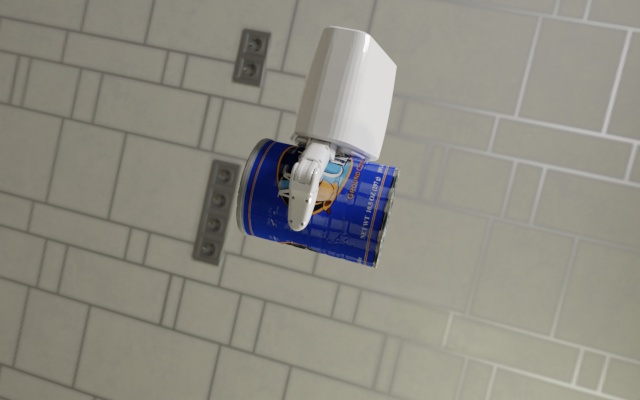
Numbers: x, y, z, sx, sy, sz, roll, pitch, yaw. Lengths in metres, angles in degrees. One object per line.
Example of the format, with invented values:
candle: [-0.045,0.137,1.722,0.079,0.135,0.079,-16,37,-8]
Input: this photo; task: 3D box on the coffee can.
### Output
coffee can: [0.000,0.002,0.482,0.140,0.103,0.103,13,2,10]
